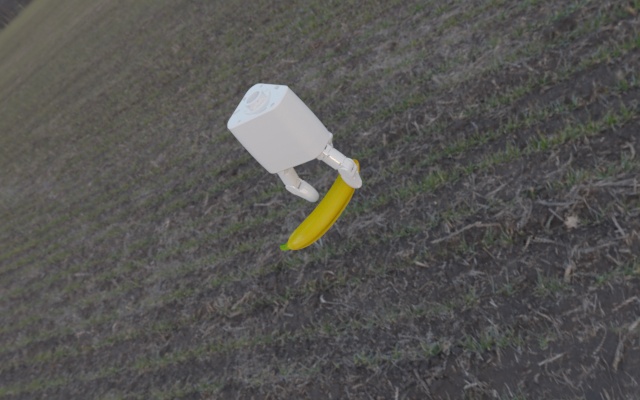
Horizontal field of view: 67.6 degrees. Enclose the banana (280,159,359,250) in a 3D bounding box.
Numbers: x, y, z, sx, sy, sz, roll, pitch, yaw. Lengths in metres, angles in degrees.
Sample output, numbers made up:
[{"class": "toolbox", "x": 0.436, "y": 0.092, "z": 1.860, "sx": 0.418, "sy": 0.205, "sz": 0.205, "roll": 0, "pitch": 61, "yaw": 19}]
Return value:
[{"class": "banana", "x": 0.007, "y": 0.011, "z": 0.780, "sx": 0.037, "sy": 0.198, "sz": 0.069, "roll": 45, "pitch": -6, "yaw": -36}]
